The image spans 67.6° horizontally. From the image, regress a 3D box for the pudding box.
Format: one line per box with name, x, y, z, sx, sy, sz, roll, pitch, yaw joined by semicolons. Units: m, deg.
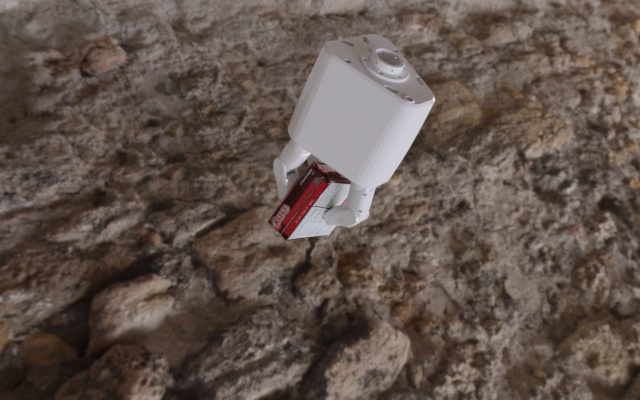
pudding box;0.000;0.002;0.573;0.039;0.090;0.113;46;19;22
